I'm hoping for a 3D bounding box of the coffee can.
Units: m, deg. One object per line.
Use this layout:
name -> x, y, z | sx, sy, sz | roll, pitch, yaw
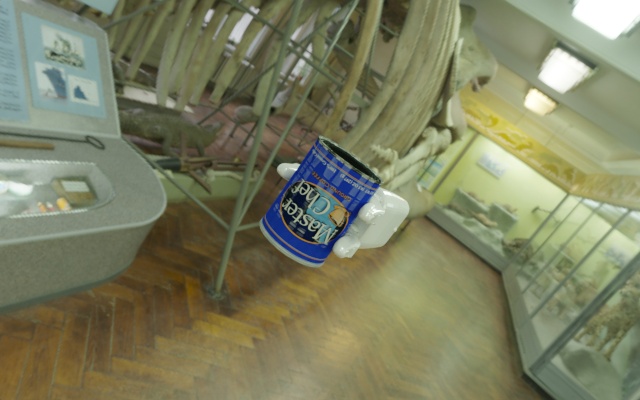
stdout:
coffee can -> 0.000, 0.002, 0.626 | 0.103, 0.140, 0.102 | 33, 14, -9
